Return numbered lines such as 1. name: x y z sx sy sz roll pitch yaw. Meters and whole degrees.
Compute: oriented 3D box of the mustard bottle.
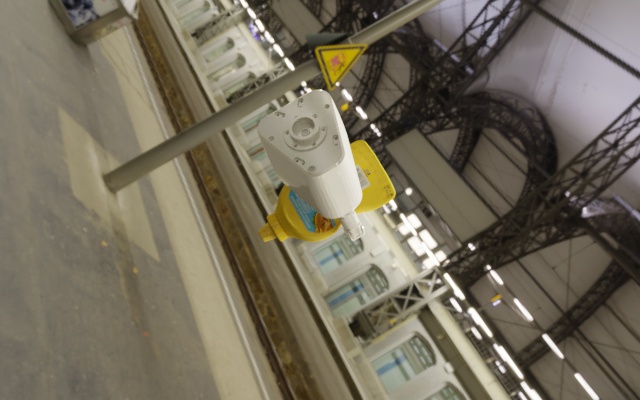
1. mustard bottle: 0.000 0.002 0.664 0.191 0.096 0.058 -30 -4 -2
